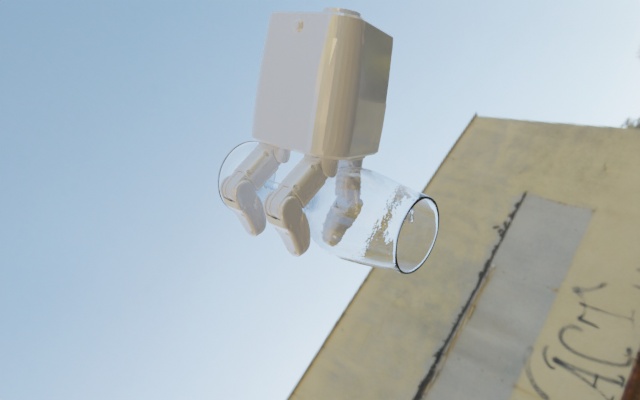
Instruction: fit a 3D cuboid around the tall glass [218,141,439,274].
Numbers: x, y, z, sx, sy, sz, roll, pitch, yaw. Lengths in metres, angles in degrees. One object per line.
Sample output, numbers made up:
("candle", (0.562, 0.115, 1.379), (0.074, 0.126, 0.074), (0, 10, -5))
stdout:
("tall glass", (0.000, 0.001, 0.420), (0.201, 0.079, 0.079), (19, 12, 39))
